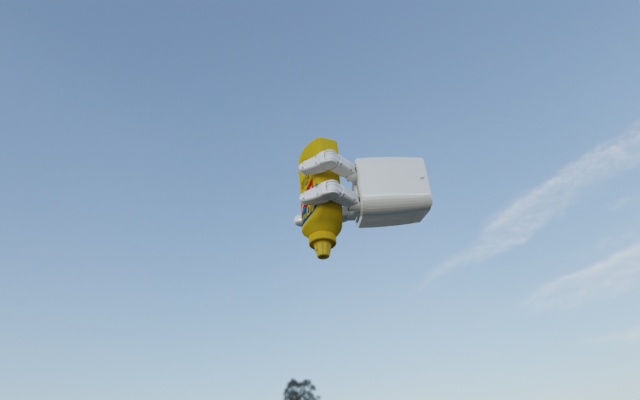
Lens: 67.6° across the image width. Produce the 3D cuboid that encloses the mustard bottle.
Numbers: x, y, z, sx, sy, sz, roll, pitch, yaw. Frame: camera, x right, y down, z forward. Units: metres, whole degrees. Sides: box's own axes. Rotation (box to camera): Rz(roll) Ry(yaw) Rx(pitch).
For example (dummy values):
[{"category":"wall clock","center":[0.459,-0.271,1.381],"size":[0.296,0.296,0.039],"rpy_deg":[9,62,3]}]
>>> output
[{"category":"mustard bottle","center":[0.000,0.002,0.740],"size":[0.058,0.191,0.096],"rpy_deg":[11,-36,-21]}]
